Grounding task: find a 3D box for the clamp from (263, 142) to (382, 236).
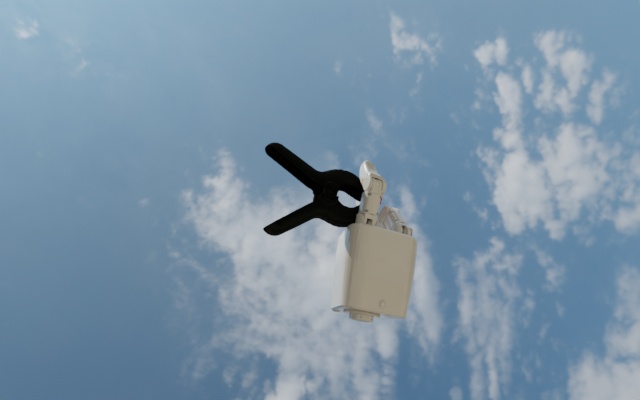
[{"bbox_3d":[0.000,0.002,0.619,0.171,0.120,0.039,16,-18,-20],"label":"clamp"}]
